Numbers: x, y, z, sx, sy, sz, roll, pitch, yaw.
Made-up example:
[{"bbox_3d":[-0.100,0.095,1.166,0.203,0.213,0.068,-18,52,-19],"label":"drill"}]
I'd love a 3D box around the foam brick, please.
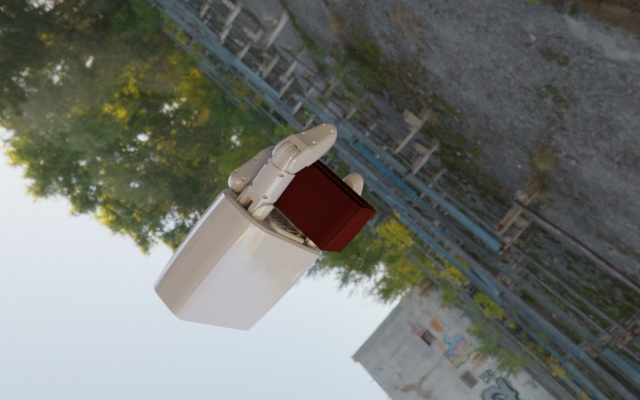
[{"bbox_3d":[0.000,0.001,0.416,0.078,0.051,0.053,43,8,21],"label":"foam brick"}]
